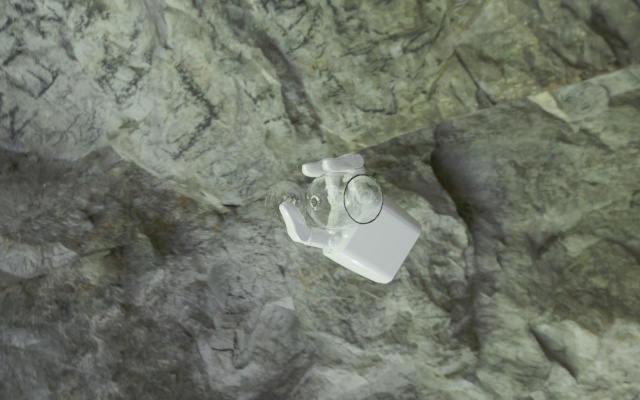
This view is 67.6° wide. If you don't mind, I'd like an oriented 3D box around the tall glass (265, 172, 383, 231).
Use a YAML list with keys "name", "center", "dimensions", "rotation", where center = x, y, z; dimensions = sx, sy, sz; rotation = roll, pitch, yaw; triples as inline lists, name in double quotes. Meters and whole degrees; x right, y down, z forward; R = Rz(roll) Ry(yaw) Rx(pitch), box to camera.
- name: "tall glass"
  center: [0.000, 0.002, 0.665]
  dimensions: [0.079, 0.079, 0.201]
  rotation: [0, -2, -32]
